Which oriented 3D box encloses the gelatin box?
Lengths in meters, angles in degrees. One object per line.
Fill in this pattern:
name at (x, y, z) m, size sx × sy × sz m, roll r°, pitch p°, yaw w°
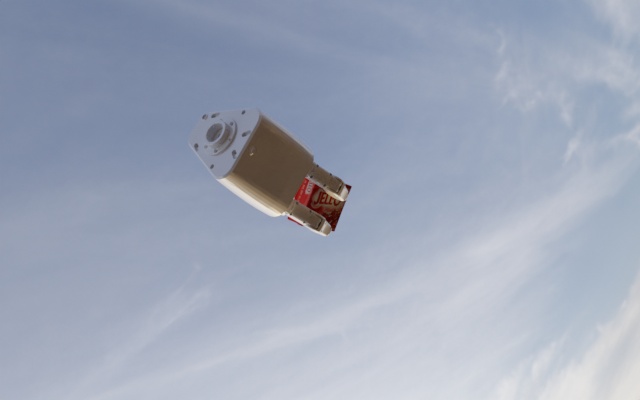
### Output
gelatin box at (0.000, 0.002, 0.676) m, size 0.030 × 0.073 × 0.089 m, roll 24°, pitch 5°, yaw 35°
